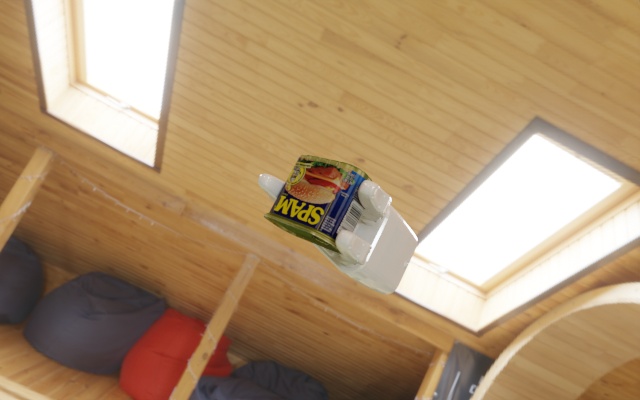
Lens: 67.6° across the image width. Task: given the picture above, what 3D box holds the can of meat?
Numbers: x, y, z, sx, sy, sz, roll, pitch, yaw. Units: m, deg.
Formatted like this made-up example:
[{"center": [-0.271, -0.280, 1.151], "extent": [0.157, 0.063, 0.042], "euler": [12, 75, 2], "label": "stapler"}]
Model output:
[{"center": [0.000, 0.001, 0.522], "extent": [0.102, 0.084, 0.057], "euler": [17, -15, 43], "label": "can of meat"}]
